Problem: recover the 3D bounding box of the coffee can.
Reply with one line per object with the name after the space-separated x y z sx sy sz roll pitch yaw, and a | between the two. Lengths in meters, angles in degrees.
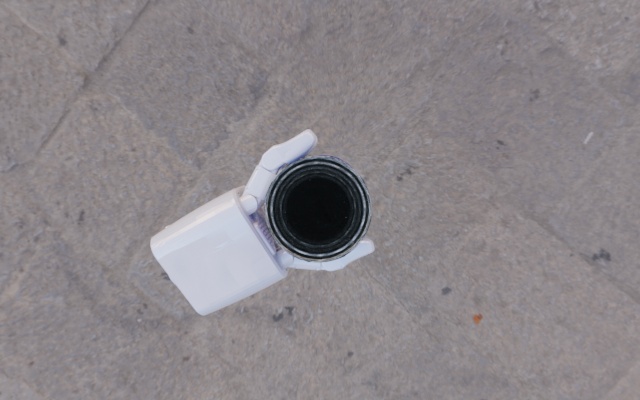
0.000 0.002 0.519 0.103 0.103 0.140 0 6 2 | coffee can
